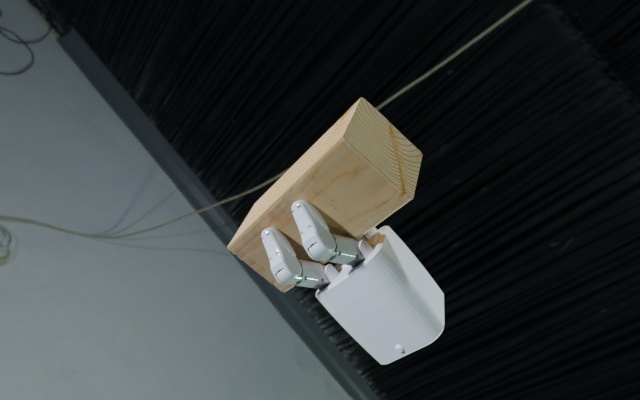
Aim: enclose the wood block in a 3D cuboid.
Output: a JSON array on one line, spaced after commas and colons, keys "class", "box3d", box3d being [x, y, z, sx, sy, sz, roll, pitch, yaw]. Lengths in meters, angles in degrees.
[{"class": "wood block", "box3d": [0.001, 0.002, 0.517, 0.206, 0.090, 0.090, -41, 15, 36]}]
